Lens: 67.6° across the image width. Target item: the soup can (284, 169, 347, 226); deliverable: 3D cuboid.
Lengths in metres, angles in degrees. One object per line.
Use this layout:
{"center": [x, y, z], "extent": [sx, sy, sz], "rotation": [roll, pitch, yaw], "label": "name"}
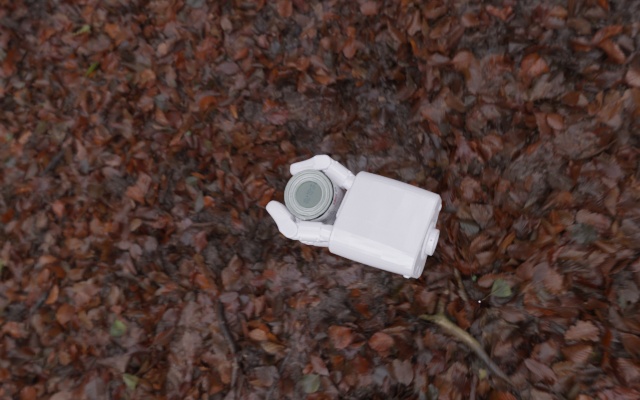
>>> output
{"center": [0.000, 0.002, 0.644], "extent": [0.068, 0.068, 0.102], "rotation": [0, -11, 18], "label": "soup can"}
